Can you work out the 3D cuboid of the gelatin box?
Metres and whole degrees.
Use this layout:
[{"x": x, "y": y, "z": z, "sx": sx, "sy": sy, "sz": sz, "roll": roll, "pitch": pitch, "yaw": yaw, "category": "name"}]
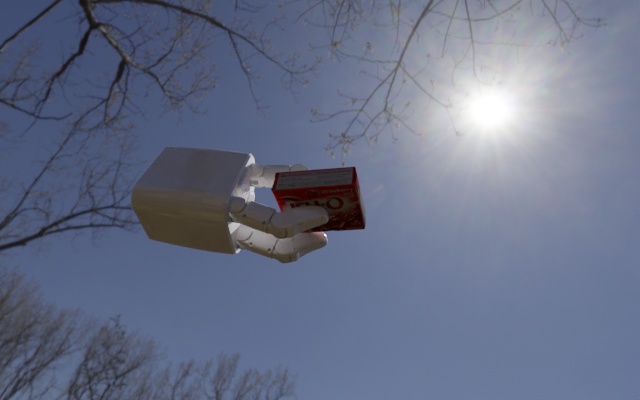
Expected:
[{"x": 0.000, "y": 0.001, "z": 0.514, "sx": 0.089, "sy": 0.030, "sz": 0.073, "roll": -4, "pitch": -42, "yaw": 13, "category": "gelatin box"}]
